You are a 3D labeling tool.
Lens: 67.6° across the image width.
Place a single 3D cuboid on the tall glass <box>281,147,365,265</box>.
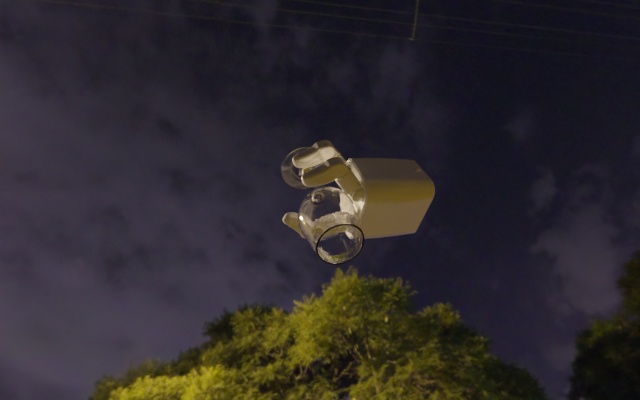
[{"bbox_3d":[0.000,0.002,0.660,0.079,0.079,0.201,0,32,-17],"label":"tall glass"}]
